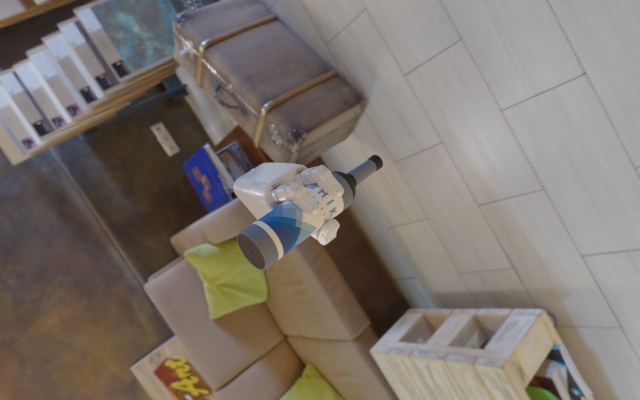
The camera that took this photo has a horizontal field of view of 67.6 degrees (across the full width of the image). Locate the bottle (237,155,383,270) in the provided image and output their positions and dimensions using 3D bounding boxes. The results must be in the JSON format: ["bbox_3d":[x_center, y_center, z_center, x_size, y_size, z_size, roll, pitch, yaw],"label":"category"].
[{"bbox_3d":[0.000,0.003,0.776,0.295,0.069,0.069,-36,21,-32],"label":"bottle"}]
